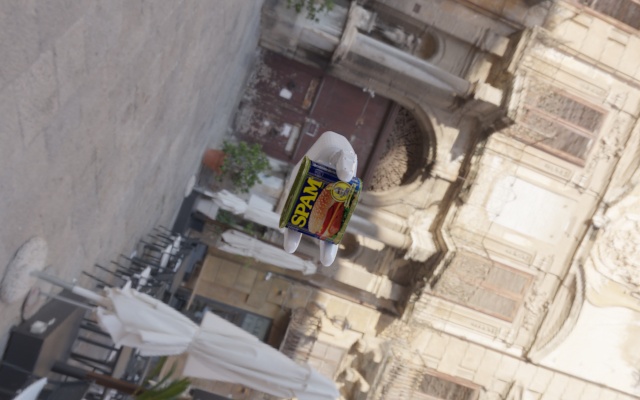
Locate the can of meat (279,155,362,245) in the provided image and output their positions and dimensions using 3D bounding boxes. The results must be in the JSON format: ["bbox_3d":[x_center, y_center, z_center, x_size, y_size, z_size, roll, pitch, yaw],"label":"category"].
[{"bbox_3d":[0.000,0.002,0.650,0.084,0.102,0.057,20,15,-10],"label":"can of meat"}]
